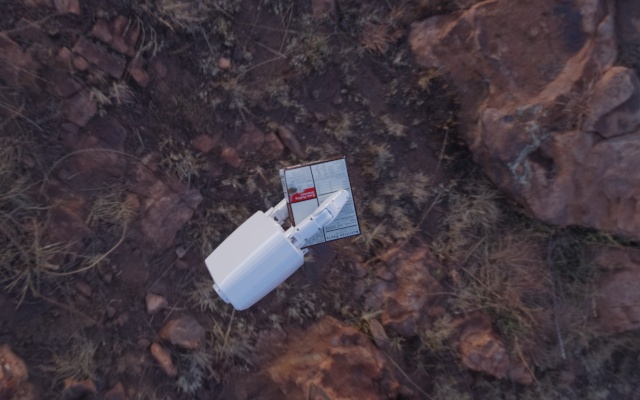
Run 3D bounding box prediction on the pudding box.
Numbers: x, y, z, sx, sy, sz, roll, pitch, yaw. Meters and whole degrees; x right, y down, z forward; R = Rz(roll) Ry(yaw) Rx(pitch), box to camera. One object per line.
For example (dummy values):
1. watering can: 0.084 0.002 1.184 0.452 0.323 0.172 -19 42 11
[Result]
1. pudding box: 0.000 0.002 0.653 0.090 0.113 0.039 -12 6 -10
